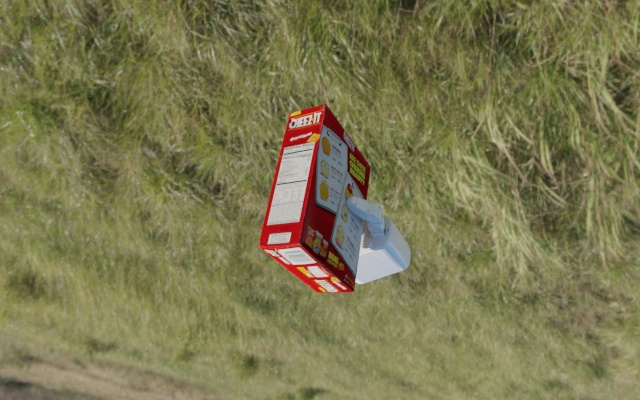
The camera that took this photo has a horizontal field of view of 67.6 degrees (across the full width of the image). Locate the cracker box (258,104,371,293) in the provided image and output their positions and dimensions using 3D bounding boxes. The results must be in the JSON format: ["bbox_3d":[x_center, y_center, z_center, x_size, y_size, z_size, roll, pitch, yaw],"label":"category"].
[{"bbox_3d":[0.000,0.002,0.673,0.072,0.213,0.164,-7,-32,28],"label":"cracker box"}]
